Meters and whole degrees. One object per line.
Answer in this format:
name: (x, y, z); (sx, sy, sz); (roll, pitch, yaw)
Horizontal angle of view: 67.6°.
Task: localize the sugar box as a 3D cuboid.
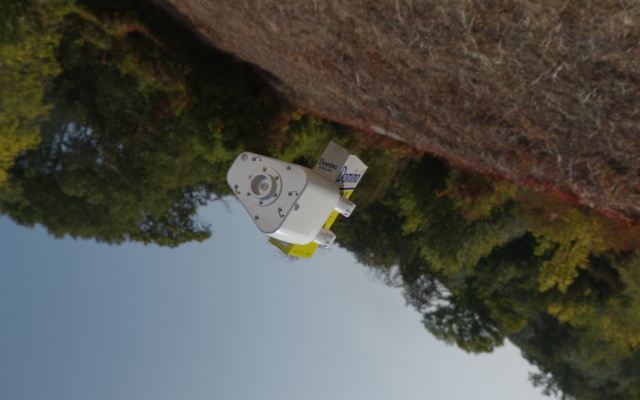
sugar box: (0.000, 0.003, 0.731); (0.048, 0.176, 0.093); (36, 5, 23)
